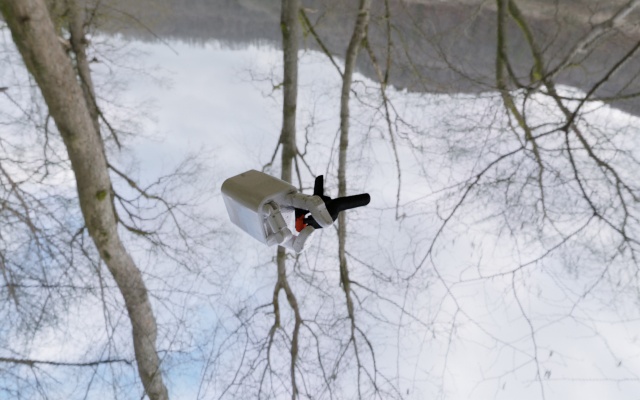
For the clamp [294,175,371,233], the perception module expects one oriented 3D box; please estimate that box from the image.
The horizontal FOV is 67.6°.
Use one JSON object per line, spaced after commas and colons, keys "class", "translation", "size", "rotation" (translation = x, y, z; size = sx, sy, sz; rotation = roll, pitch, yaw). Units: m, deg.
{"class": "clamp", "translation": [0.000, 0.004, 0.881], "size": [0.120, 0.039, 0.171], "rotation": [24, 34, 34]}
